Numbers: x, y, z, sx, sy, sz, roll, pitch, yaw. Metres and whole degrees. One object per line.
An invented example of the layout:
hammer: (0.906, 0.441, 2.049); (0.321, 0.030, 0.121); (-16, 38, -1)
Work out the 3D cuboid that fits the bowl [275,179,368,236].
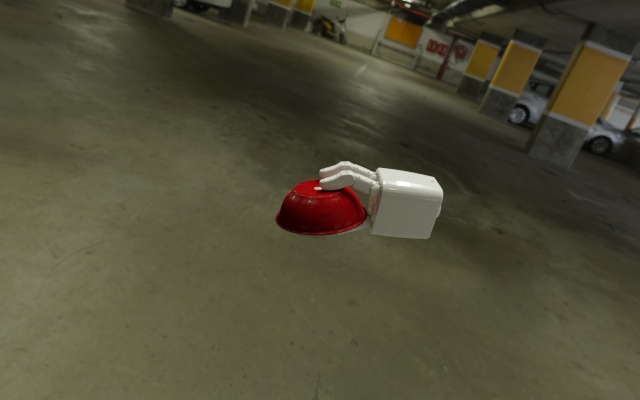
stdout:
bowl: (-0.001, 0.002, 0.825); (0.162, 0.055, 0.162); (-3, 21, 1)
